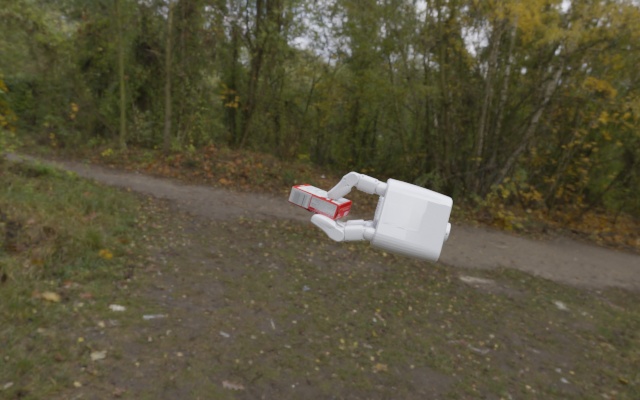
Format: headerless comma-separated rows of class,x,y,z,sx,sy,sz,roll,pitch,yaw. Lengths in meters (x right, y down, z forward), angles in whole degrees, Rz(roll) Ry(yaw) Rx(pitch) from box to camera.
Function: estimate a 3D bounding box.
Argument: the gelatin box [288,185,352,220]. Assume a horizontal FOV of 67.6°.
gelatin box,0.000,0.002,0.803,0.089,0.030,0.073,22,11,16
